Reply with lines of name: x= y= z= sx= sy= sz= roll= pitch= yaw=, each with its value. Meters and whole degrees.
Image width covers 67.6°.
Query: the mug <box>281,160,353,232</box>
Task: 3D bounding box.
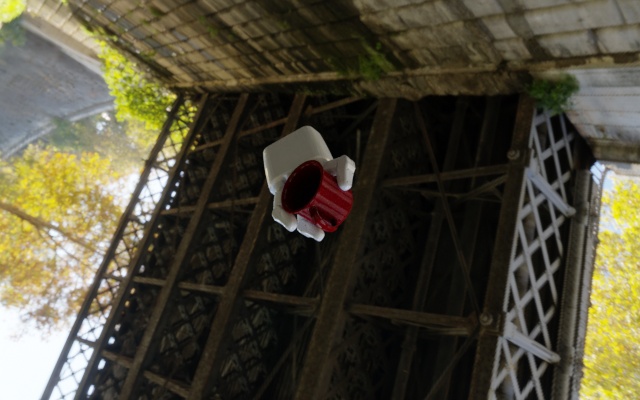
mug: x=0.001 y=0.003 z=0.756 sx=0.093 sy=0.117 sz=0.081 roll=-41 pitch=-50 yaw=21
